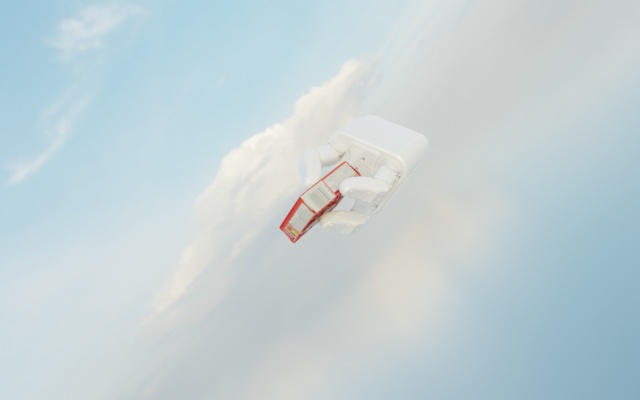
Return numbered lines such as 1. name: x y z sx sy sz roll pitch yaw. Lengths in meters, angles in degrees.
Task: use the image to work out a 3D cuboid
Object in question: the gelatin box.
1. gelatin box: 0.000 0.002 0.555 0.089 0.030 0.073 -39 -8 -39
